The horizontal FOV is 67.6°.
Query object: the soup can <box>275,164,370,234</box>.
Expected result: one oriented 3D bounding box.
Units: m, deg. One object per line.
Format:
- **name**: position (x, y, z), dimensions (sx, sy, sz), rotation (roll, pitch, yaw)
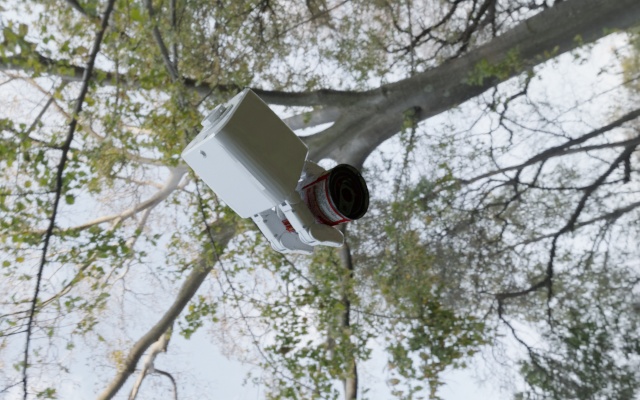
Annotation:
- **soup can**: position (0.000, 0.002, 0.588), dimensions (0.068, 0.068, 0.102), rotation (0, -14, -44)
